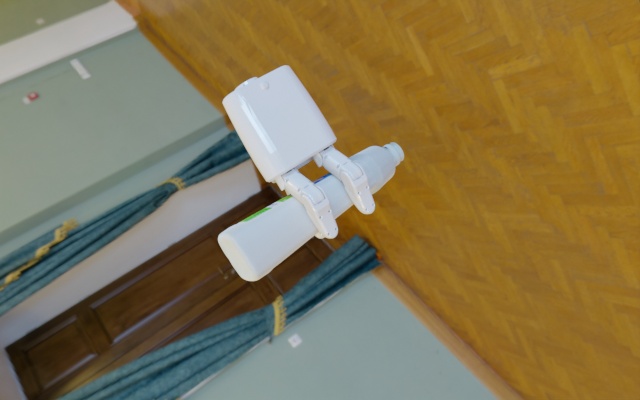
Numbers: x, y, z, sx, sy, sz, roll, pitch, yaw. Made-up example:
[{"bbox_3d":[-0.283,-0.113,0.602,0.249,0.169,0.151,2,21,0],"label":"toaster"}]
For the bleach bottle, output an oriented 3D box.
[{"bbox_3d":[0.000,0.002,0.590,0.251,0.068,0.102,-34,4,-22],"label":"bleach bottle"}]
